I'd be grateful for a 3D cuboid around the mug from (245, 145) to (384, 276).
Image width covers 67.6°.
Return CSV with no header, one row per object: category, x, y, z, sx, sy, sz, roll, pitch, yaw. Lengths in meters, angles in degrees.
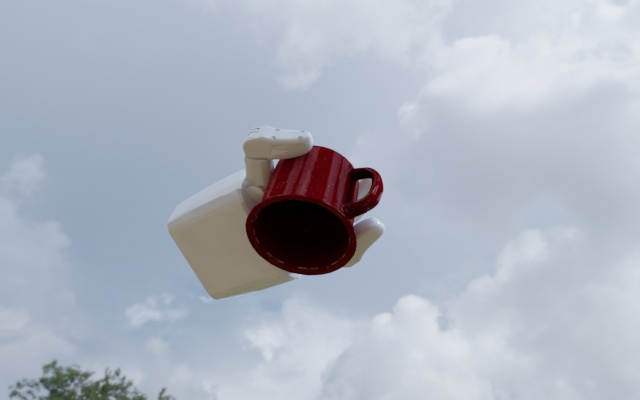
mug,0.001,0.001,0.415,0.117,0.093,0.081,-21,33,28
